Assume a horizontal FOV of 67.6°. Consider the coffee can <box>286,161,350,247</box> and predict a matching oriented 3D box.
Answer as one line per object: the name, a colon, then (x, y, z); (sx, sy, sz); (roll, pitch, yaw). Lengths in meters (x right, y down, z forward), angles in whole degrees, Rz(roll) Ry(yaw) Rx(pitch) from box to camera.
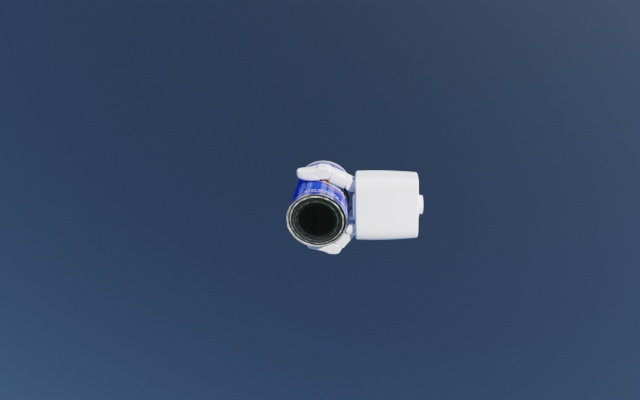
coffee can: (0.000, 0.003, 0.852); (0.103, 0.103, 0.140); (0, 27, 6)
